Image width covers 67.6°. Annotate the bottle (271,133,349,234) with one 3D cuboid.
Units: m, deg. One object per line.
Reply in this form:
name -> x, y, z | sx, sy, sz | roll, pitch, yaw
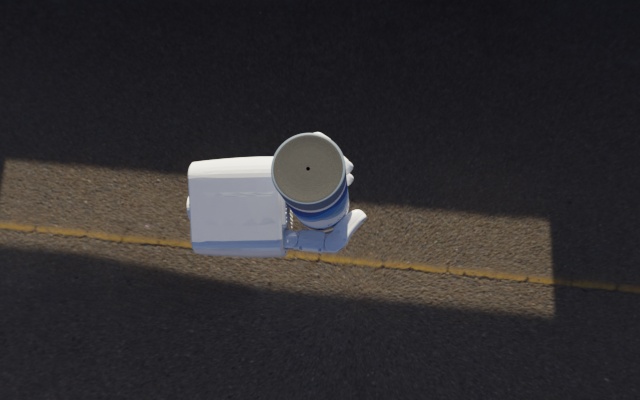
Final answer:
bottle -> 0.000, 0.002, 0.562 | 0.069, 0.069, 0.296 | 0, -12, 4
